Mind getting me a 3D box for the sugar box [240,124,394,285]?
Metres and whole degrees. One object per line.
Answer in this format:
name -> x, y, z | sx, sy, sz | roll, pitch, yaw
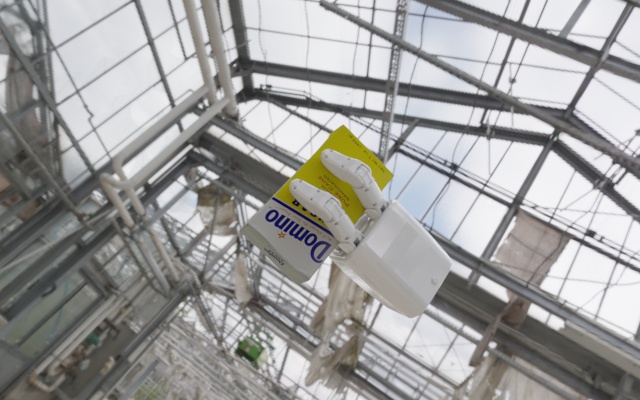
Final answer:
sugar box -> 0.000, 0.002, 0.558 | 0.176, 0.093, 0.048 | -50, 7, -28
